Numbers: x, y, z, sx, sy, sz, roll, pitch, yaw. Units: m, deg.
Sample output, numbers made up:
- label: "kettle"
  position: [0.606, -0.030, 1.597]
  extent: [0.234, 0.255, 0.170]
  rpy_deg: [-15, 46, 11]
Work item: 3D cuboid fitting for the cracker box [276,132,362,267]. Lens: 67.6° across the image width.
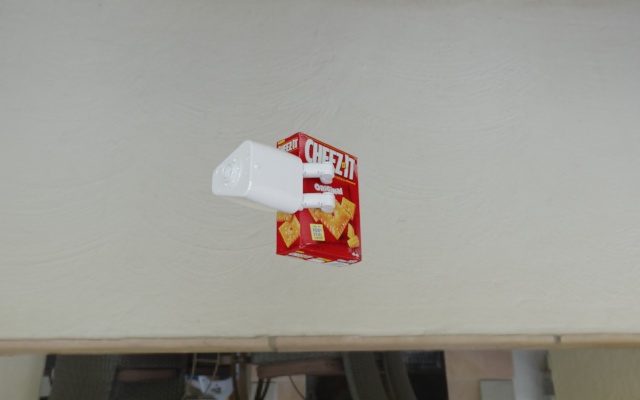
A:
- label: "cracker box"
  position: [0.000, 0.003, 0.873]
  extent: [0.072, 0.213, 0.164]
  rpy_deg: [-18, -25, 40]
